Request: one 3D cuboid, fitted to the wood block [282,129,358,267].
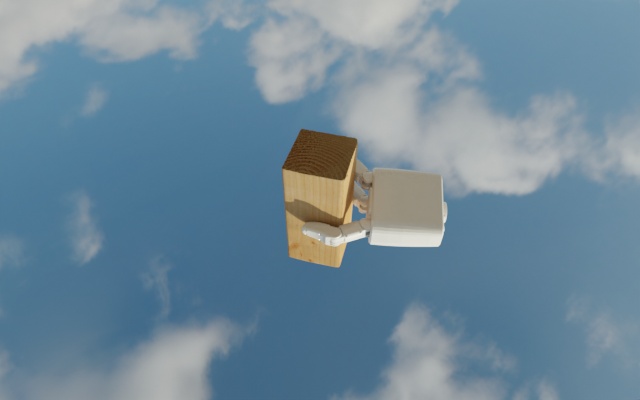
[{"bbox_3d":[0.000,0.003,0.741,0.090,0.090,0.206,12,-41,10],"label":"wood block"}]
